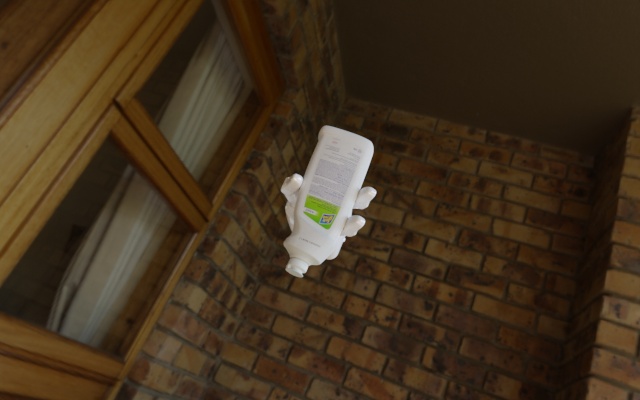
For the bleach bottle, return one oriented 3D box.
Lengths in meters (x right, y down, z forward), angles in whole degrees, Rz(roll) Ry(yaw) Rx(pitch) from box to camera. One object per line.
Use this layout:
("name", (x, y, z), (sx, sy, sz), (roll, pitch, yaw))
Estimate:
("bleach bottle", (0.000, 0.003, 0.774), (0.102, 0.250, 0.068), (20, -24, 11))
